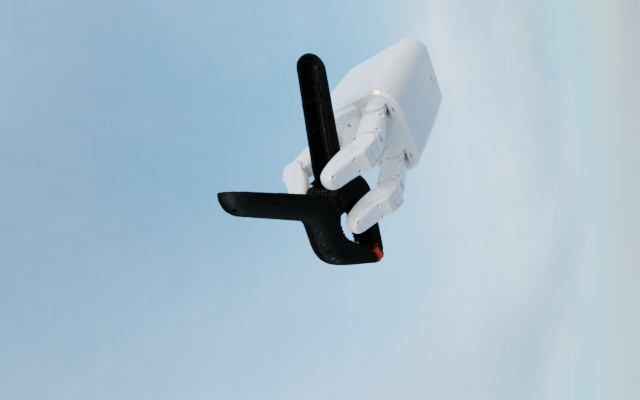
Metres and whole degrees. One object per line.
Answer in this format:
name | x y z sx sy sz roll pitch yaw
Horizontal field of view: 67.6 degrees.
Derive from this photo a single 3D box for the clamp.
clamp | 0.000 0.002 0.426 0.036 0.164 0.210 1 -44 37
